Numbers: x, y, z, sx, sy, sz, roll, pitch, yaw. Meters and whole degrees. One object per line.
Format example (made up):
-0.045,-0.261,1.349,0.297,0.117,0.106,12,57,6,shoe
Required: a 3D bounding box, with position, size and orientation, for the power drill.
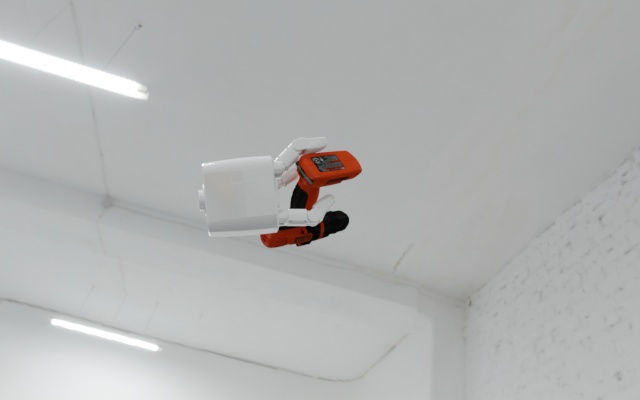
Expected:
0.000,0.002,0.815,0.184,0.188,0.057,-12,51,-36,power drill
